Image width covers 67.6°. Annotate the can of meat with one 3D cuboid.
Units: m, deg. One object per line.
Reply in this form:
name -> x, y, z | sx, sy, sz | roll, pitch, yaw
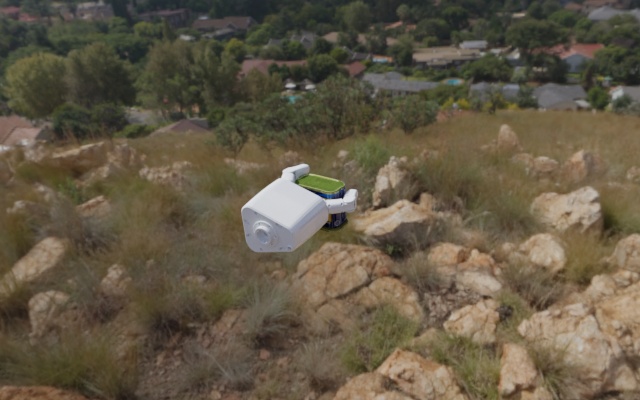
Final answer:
can of meat -> 0.000, 0.003, 0.898 | 0.102, 0.084, 0.057 | 15, 34, 31
